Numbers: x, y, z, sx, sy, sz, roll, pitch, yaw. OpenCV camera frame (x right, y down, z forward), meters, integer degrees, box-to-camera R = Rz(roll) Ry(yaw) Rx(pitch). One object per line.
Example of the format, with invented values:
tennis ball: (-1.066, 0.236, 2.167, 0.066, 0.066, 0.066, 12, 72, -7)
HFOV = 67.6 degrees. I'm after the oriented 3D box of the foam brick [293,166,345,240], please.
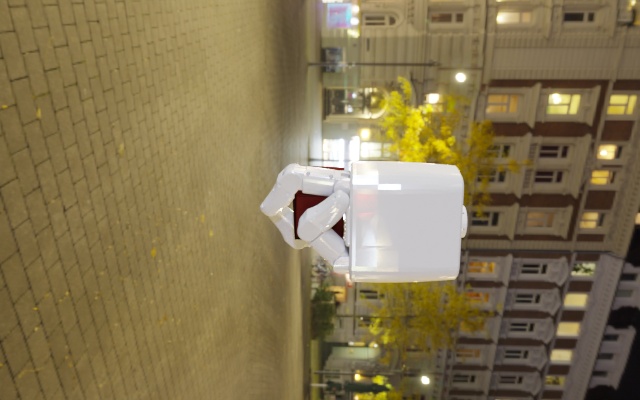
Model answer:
foam brick: (0.000, 0.001, 0.509, 0.051, 0.053, 0.078, 0, 28, 3)
